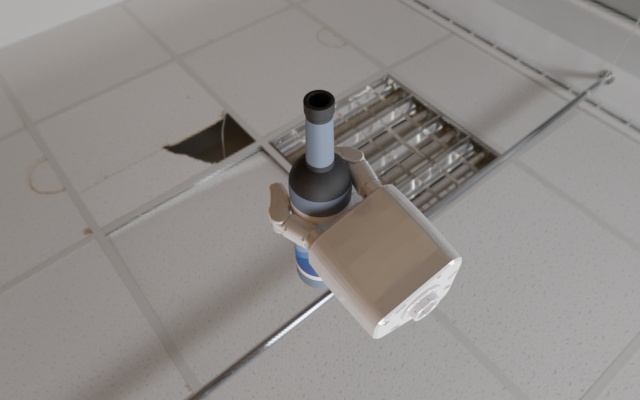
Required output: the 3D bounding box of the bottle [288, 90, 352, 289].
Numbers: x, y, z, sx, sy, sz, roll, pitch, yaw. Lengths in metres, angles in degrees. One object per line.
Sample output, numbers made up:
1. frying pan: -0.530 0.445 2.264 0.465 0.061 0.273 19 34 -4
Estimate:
1. bottle: 0.000 0.002 0.524 0.069 0.069 0.296 0 -36 1
